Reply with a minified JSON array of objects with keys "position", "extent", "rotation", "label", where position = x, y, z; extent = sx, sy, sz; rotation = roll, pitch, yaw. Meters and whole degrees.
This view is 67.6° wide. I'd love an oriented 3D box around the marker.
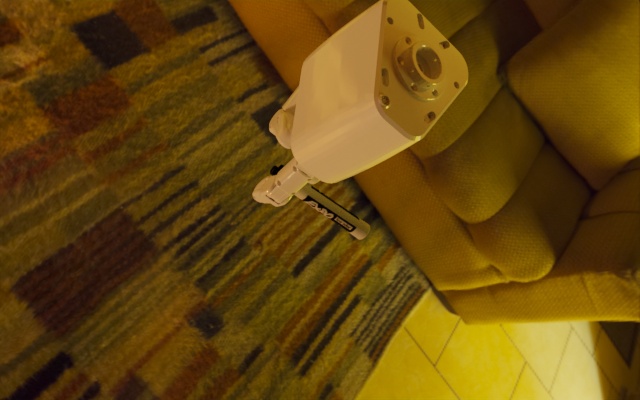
[{"position":[0.000,0.002,0.480],"extent":[0.121,0.020,0.020],"rotation":[35,-15,-22],"label":"marker"}]
